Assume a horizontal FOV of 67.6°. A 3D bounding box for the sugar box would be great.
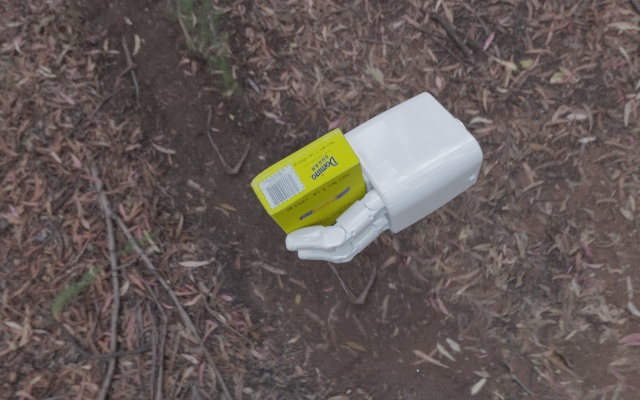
[{"bbox_3d":[0.000,0.002,0.491,0.093,0.048,0.176,-30,-22,0],"label":"sugar box"}]
